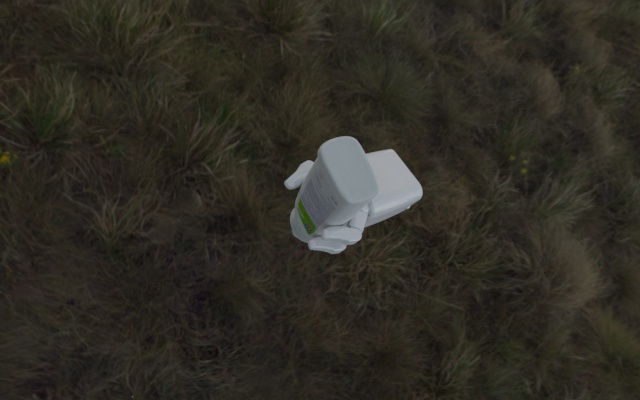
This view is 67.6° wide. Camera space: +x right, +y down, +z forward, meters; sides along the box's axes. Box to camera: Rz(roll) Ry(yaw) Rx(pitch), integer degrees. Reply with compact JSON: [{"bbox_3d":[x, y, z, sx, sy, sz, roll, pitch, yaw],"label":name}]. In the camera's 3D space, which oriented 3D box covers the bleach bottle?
[{"bbox_3d":[0.000,0.003,0.751,0.068,0.102,0.251,-19,-13,-27],"label":"bleach bottle"}]
